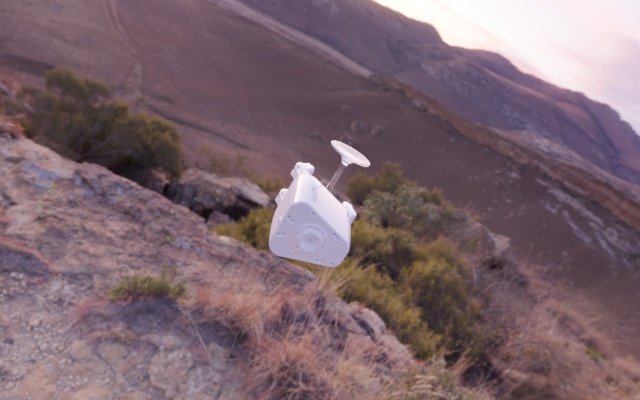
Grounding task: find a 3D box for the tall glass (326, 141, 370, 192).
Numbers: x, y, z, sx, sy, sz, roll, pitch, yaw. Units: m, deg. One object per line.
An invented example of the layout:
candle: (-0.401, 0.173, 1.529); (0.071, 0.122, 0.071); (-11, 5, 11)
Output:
tall glass: (0.001, 0.002, 0.811); (0.079, 0.201, 0.079); (28, 20, -11)
